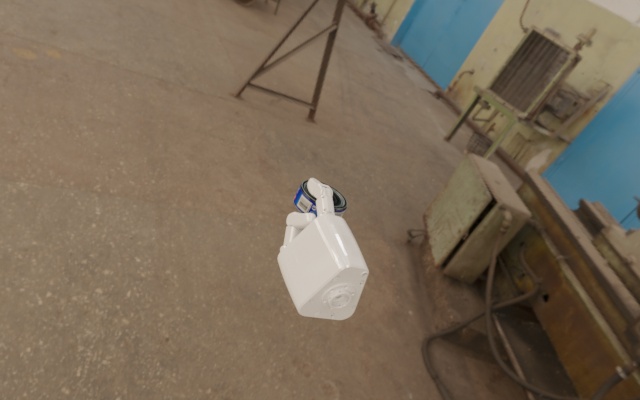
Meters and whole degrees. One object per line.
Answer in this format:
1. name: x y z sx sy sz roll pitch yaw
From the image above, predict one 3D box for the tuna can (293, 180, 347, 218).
1. tuna can: 0.000 0.002 0.784 0.086 0.034 0.086 22 25 -11
